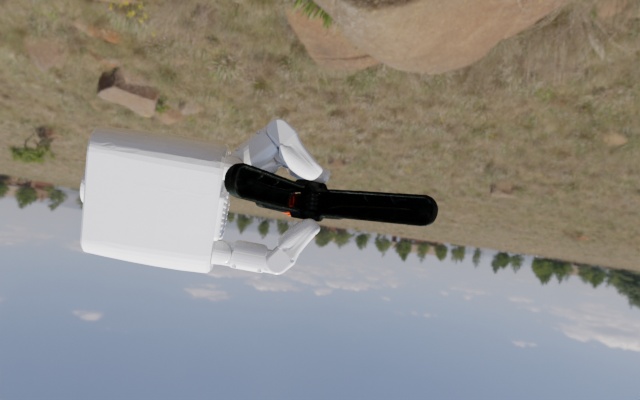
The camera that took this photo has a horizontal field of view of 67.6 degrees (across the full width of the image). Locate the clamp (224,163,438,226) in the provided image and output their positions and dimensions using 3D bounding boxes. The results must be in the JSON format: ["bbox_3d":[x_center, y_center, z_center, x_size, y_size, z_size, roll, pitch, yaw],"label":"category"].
[{"bbox_3d":[0.000,0.002,0.439,0.164,0.036,0.210,10,-4,-7],"label":"clamp"}]
